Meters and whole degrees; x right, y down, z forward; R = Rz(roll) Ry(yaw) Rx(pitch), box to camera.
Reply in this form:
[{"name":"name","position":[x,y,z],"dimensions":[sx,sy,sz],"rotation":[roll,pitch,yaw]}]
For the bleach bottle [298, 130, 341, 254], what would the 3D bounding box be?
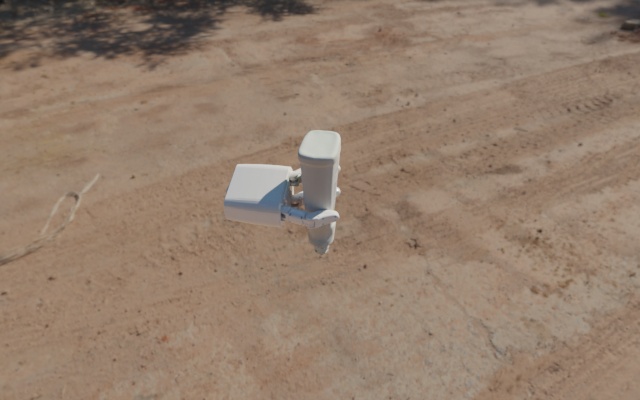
[{"name":"bleach bottle","position":[0.000,0.003,0.881],"dimensions":[0.068,0.251,0.102],"rotation":[6,37,8]}]
